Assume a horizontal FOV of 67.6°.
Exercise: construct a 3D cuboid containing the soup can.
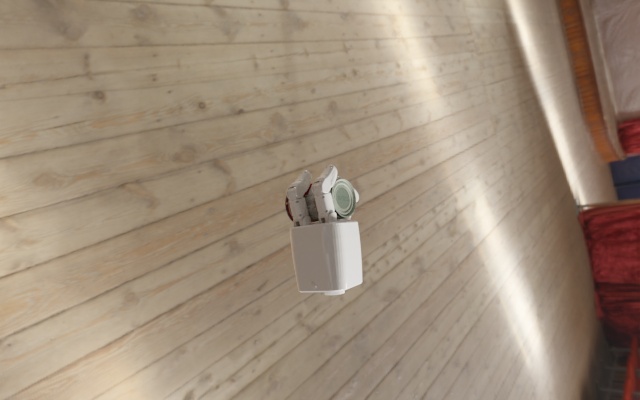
[{"bbox_3d":[0.000,0.002,0.801,0.102,0.068,0.068,-10,-6,40],"label":"soup can"}]
